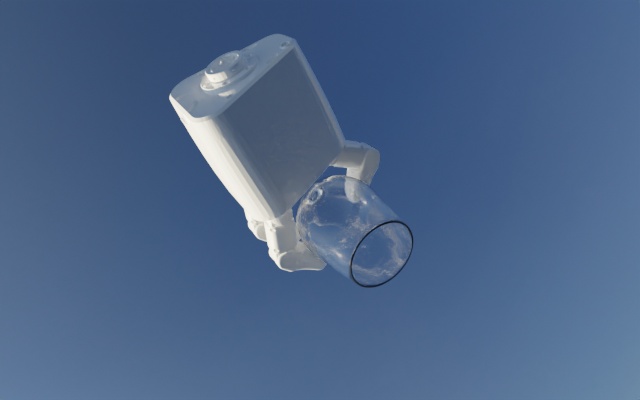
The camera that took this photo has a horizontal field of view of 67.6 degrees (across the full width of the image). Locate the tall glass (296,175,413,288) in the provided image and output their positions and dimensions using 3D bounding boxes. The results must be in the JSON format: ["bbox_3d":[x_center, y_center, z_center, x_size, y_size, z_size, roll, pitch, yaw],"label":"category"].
[{"bbox_3d":[0.000,0.001,0.452,0.079,0.079,0.201,0,25,-33],"label":"tall glass"}]
